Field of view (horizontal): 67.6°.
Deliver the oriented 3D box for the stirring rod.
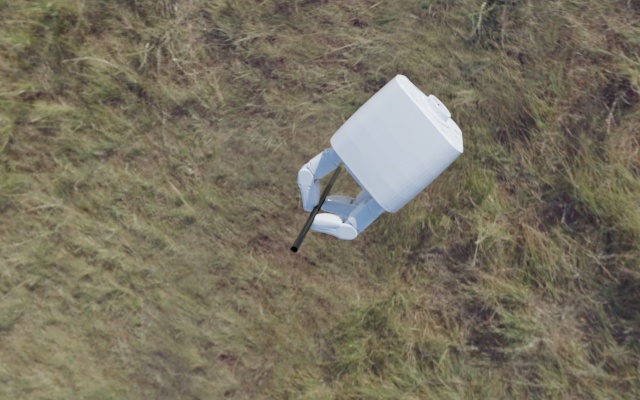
[{"bbox_3d":[0.000,0.002,0.611,0.011,0.011,0.239,0,25,15],"label":"stirring rod"}]
